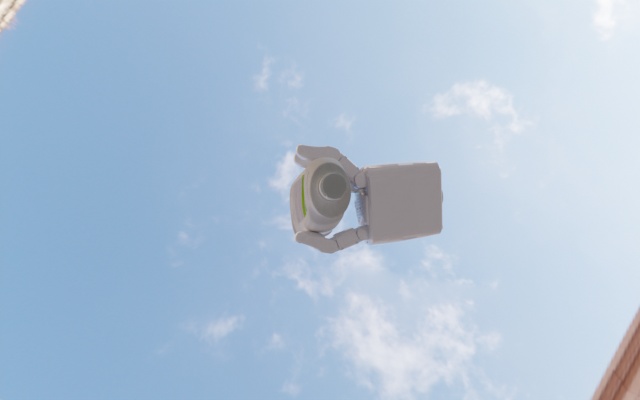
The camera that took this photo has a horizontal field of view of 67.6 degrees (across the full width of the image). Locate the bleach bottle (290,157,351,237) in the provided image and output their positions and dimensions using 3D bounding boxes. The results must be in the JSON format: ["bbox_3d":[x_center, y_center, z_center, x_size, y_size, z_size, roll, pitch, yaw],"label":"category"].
[{"bbox_3d":[0.000,0.002,0.651,0.068,0.102,0.251,-7,-4,-8],"label":"bleach bottle"}]
